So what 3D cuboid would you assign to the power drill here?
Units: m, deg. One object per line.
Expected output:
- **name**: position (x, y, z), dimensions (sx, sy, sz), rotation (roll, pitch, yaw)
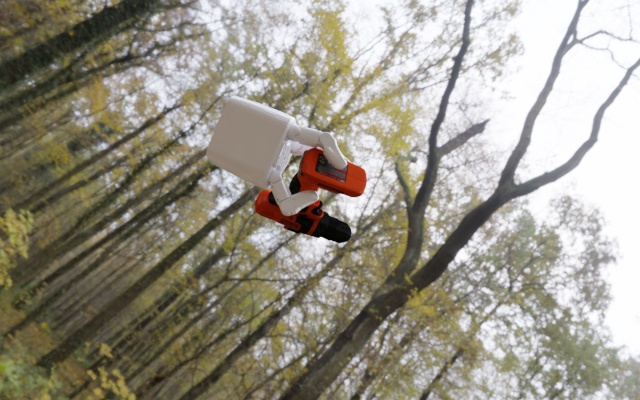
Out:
- **power drill**: position (0.000, 0.002, 0.790), dimensions (0.184, 0.057, 0.188), rotation (20, -36, -16)
